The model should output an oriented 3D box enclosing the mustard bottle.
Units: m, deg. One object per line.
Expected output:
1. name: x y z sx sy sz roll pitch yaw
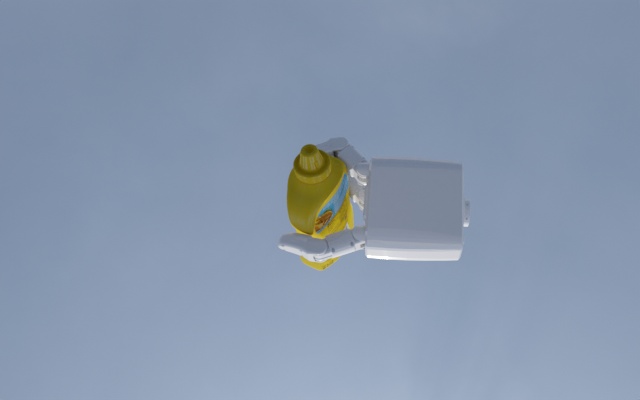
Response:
1. mustard bottle: 0.000 0.002 0.573 0.058 0.096 0.192 24 -28 22
